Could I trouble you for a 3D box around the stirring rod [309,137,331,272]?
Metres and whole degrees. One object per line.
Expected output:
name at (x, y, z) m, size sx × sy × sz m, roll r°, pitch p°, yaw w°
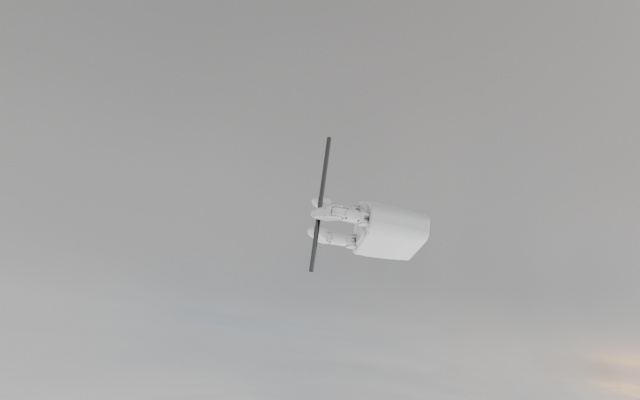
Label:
stirring rod at (0.000, 0.003, 0.822) m, size 0.011 × 0.239 × 0.011 m, roll 7°, pitch -15°, yaw 2°
